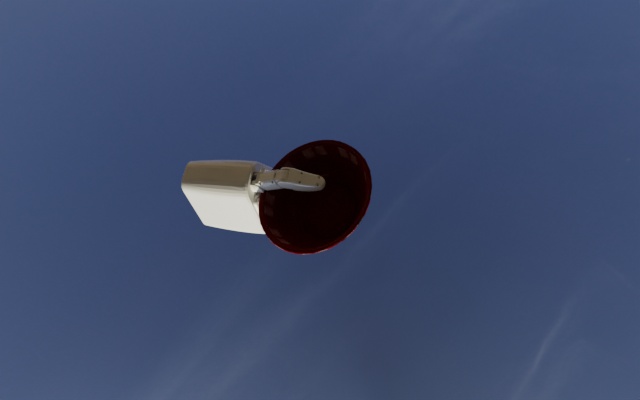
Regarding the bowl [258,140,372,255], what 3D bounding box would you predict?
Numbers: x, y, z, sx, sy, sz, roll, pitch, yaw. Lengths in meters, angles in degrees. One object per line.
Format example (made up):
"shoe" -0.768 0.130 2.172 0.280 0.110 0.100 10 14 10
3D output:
"bowl" 0.001 0.003 0.635 0.162 0.162 0.055 0 -24 27
